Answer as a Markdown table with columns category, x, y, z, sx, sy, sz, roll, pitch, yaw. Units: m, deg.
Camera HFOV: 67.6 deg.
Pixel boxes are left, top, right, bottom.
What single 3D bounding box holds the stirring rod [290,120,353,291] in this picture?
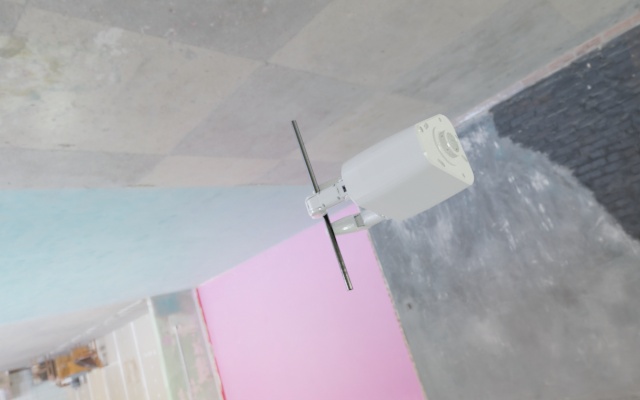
| category | x | y | z | sx | sy | sz | roll | pitch | yaw |
| --- | --- | --- | --- | --- | --- | --- | --- | --- | --- |
| stirring rod | 0.000 | 0.002 | 0.627 | 0.011 | 0.239 | 0.011 | -18 | -14 | -5 |
